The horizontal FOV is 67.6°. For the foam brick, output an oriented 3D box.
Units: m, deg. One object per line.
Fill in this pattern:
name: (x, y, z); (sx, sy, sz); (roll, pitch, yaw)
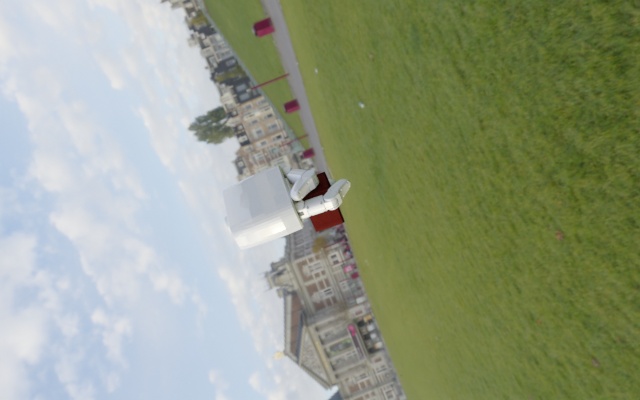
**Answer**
foam brick: (0.000, 0.003, 0.791); (0.051, 0.078, 0.053); (-22, 34, 1)
